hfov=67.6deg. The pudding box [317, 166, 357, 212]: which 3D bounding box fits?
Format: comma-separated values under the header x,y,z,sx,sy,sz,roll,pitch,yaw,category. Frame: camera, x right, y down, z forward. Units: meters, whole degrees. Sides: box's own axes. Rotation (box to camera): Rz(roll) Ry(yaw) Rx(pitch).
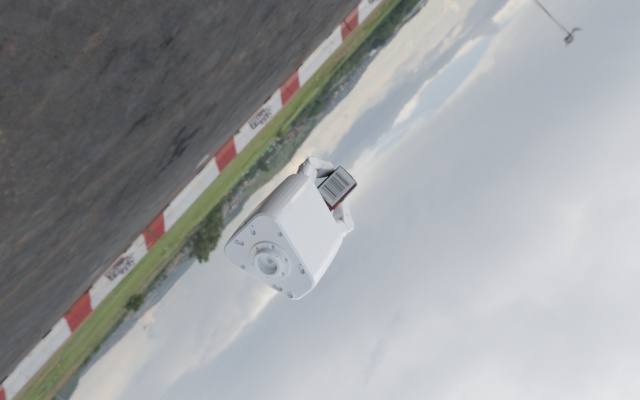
x,y,z,sx,sy,sz,roll,pitch,yaw,category
0.000,0.002,0.673,0.113,0.039,0.090,-44,2,3,pudding box
